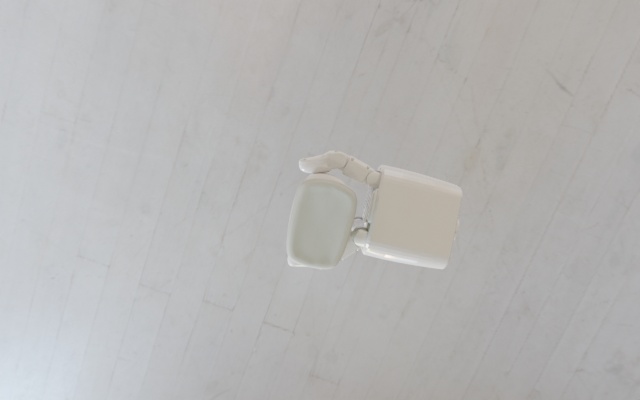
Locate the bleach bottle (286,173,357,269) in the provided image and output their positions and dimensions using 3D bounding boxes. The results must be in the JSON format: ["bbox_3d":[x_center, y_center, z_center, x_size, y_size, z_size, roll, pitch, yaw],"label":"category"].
[{"bbox_3d":[0.000,0.002,0.626,0.068,0.102,0.250,13,12,-3],"label":"bleach bottle"}]
